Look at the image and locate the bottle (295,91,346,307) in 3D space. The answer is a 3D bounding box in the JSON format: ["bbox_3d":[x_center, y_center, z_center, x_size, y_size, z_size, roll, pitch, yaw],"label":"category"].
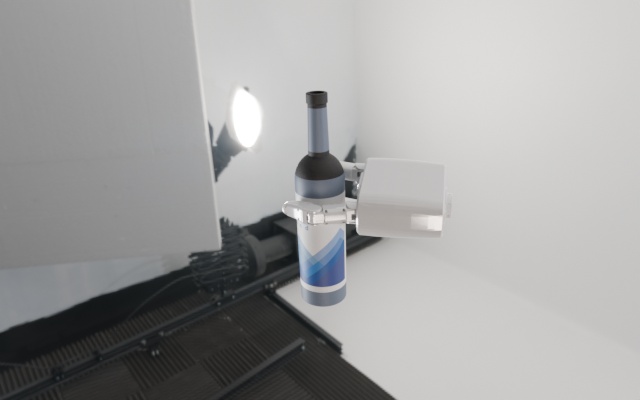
[{"bbox_3d":[0.000,0.002,0.646,0.069,0.296,0.069,-2,23,1],"label":"bottle"}]
